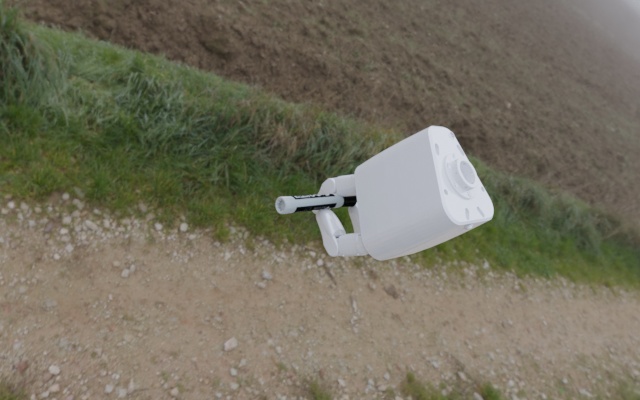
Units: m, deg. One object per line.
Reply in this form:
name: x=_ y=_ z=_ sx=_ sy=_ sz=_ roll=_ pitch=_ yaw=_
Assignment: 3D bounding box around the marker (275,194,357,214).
marker: x=0.000 y=0.002 z=0.553 sx=0.121 sy=0.020 sz=0.020 roll=-5 pitch=3 yaw=-45
